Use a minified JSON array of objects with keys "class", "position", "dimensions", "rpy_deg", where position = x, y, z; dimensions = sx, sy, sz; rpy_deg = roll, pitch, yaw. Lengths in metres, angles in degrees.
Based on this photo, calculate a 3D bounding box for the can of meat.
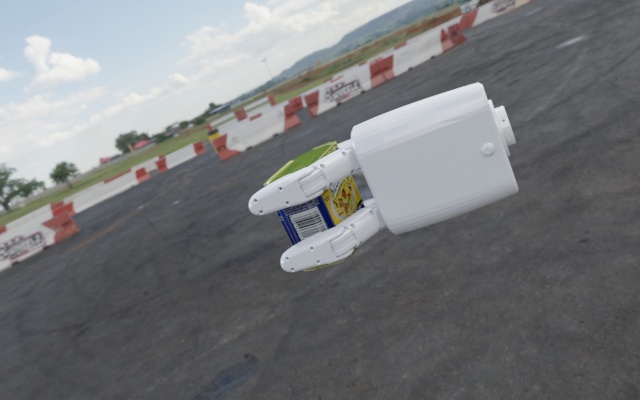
[{"class":"can of meat","position":[0.000,0.001,0.440],"dimensions":[0.057,0.084,0.102],"rpy_deg":[-18,16,25]}]
